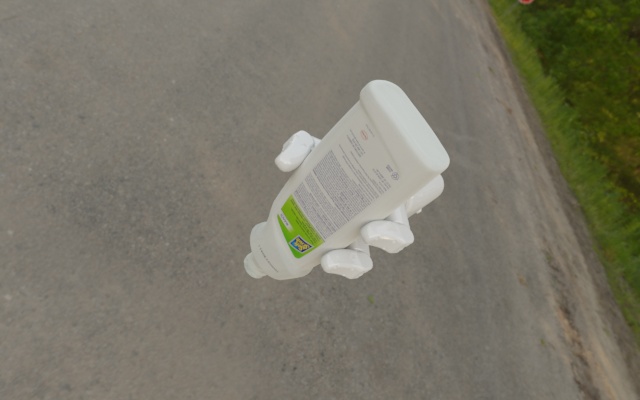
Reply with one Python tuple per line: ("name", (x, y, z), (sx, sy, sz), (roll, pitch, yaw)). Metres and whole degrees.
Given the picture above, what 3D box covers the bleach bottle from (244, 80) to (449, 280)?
("bleach bottle", (0.000, 0.002, 0.478), (0.251, 0.102, 0.068), (-40, -13, 33))
